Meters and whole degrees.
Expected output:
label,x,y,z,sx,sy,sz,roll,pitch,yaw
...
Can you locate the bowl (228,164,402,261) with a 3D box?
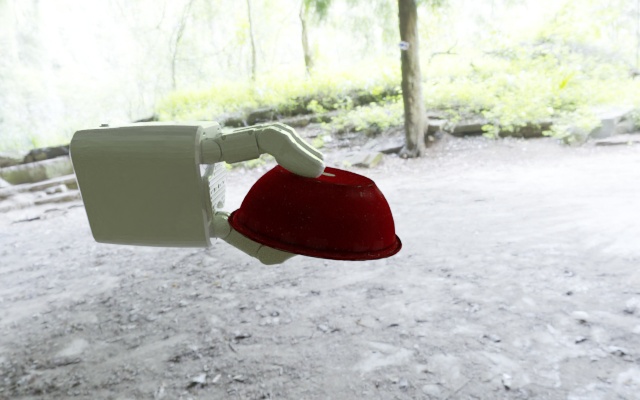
label,x,y,z,sx,sy,sz,roll,pitch,yaw
bowl,0.001,0.001,0.437,0.162,0.055,0.162,9,12,-2
